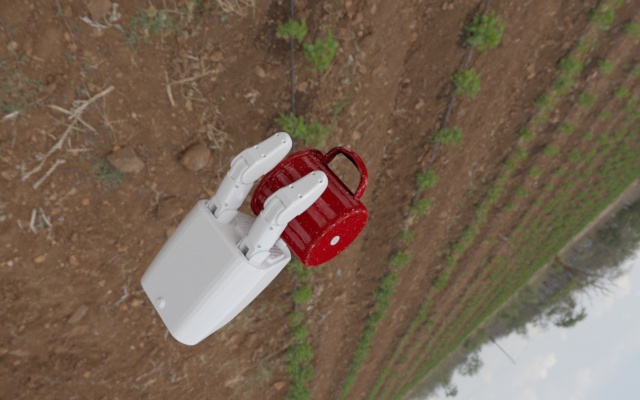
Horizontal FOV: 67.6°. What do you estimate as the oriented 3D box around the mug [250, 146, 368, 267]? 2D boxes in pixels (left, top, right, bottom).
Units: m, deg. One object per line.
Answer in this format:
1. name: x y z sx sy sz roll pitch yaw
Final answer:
1. mug: 0.001 0.001 0.466 0.081 0.117 0.093 48 15 23
